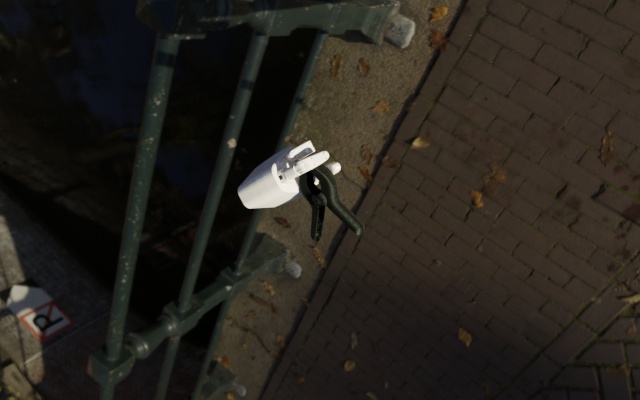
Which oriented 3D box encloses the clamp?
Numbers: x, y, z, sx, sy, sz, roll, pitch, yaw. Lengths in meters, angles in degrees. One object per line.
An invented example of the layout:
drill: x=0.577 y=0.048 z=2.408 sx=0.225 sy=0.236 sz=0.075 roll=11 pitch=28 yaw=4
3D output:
clamp: x=0.000 y=0.003 z=0.890 sx=0.120 sy=0.171 sz=0.039 roll=-25 pitch=4 yaw=35
